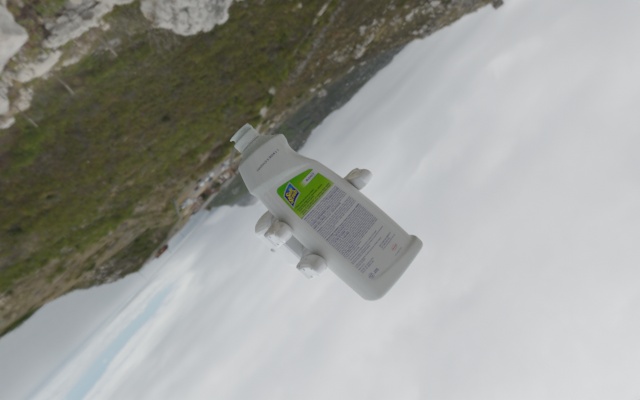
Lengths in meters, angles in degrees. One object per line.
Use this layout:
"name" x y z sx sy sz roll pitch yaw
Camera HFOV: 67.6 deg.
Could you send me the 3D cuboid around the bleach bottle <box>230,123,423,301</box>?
"bleach bottle" 0.000 0.002 0.568 0.251 0.102 0.068 44 -19 -7
